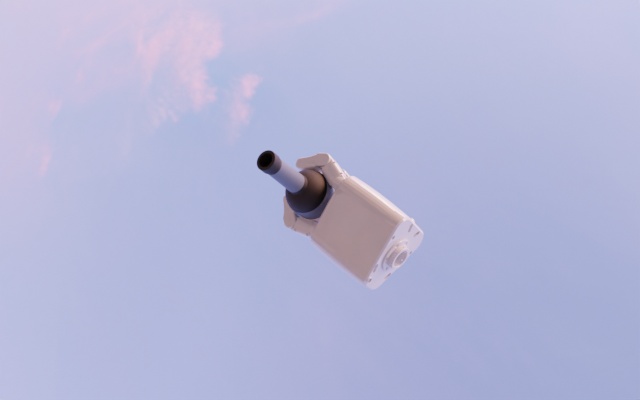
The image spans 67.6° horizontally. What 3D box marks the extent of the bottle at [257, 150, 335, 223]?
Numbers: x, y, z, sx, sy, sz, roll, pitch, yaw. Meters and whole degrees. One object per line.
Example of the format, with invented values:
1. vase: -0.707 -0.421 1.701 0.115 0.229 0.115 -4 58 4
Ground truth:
1. bottle: 0.000 0.002 0.702 0.069 0.069 0.296 0 -21 29
